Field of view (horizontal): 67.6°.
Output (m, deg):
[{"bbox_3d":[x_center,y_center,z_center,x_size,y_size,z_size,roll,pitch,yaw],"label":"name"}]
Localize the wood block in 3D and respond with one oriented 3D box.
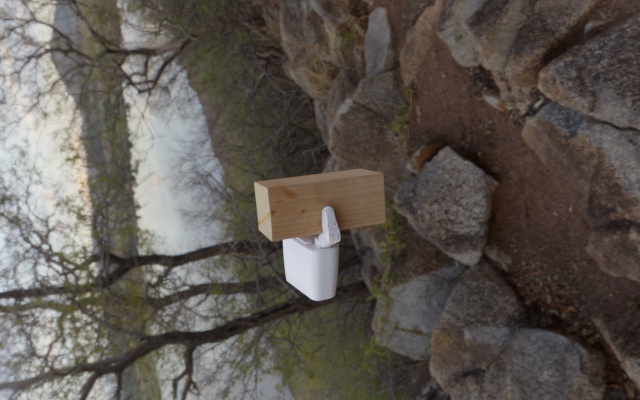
[{"bbox_3d":[0.000,0.003,0.829,0.206,0.090,0.091,-8,13,-20],"label":"wood block"}]
